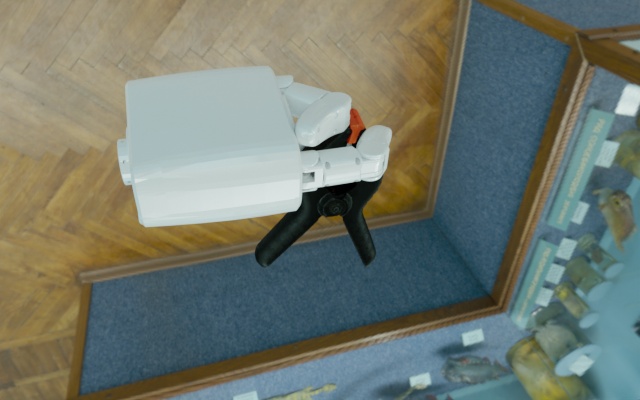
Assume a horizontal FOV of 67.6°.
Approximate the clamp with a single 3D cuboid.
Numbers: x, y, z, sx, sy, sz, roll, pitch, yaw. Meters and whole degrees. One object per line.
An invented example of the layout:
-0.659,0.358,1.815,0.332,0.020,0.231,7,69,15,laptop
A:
0.000,0.002,0.426,0.120,0.172,0.039,-9,38,-16,clamp
